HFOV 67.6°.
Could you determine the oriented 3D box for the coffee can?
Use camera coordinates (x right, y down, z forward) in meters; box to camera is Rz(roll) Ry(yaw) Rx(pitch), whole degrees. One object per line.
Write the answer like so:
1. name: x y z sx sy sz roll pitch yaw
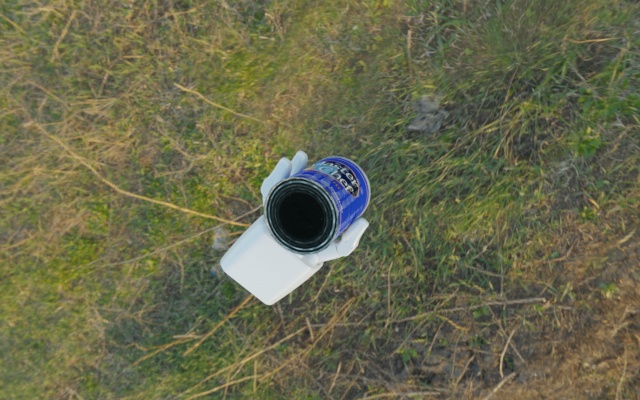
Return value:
1. coffee can: 0.000 0.002 0.654 0.103 0.103 0.140 0 15 22
